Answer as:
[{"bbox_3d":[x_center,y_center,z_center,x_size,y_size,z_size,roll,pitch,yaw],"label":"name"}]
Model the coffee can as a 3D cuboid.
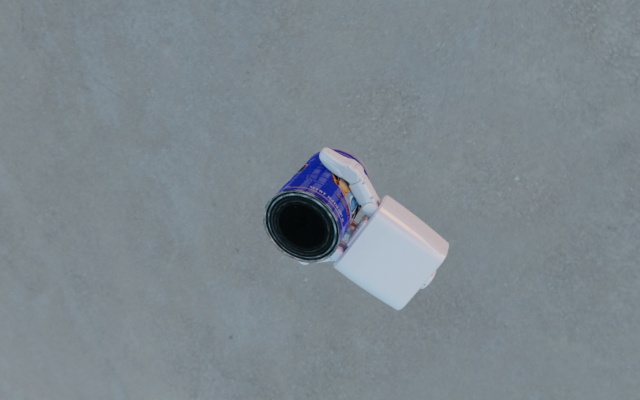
[{"bbox_3d":[0.000,0.002,0.637,0.103,0.103,0.140,0,27,23],"label":"coffee can"}]
